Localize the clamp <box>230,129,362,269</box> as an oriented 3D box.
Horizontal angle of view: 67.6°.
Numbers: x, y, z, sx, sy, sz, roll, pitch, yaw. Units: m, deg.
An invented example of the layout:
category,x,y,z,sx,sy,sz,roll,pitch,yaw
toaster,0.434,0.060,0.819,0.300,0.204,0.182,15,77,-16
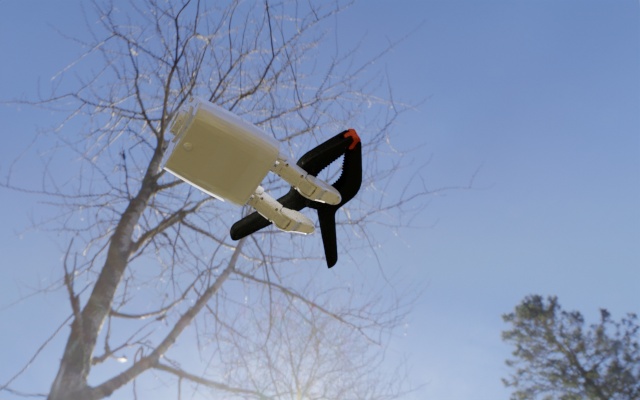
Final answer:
category,x,y,z,sx,sy,sz,roll,pitch,yaw
clamp,0.000,0.001,0.637,0.164,0.210,0.036,26,24,-29
